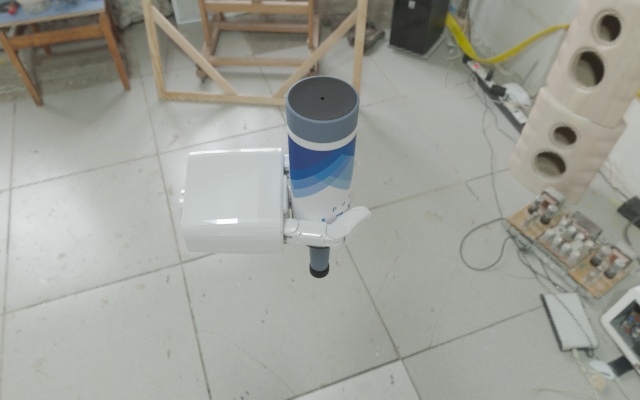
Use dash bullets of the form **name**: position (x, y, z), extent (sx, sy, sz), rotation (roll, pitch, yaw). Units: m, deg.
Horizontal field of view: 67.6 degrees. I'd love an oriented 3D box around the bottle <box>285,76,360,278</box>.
- **bottle**: position (0.000, 0.002, 0.539), extent (0.069, 0.069, 0.296), rotation (0, -39, -1)
